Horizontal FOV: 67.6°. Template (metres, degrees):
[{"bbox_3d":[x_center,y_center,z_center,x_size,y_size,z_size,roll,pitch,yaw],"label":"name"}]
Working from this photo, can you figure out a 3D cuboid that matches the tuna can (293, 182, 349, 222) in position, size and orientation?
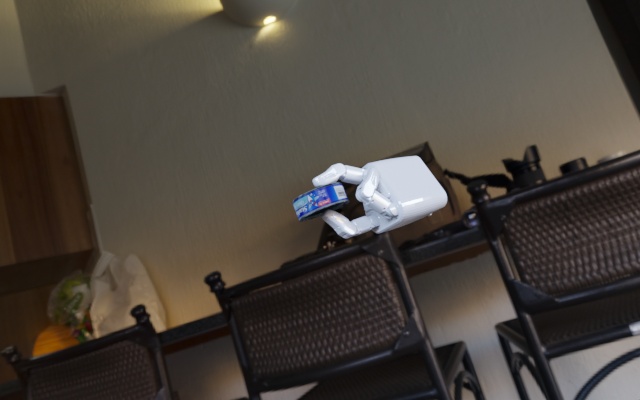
[{"bbox_3d":[0.000,0.002,0.756,0.086,0.033,0.086,-21,-8,-3],"label":"tuna can"}]
